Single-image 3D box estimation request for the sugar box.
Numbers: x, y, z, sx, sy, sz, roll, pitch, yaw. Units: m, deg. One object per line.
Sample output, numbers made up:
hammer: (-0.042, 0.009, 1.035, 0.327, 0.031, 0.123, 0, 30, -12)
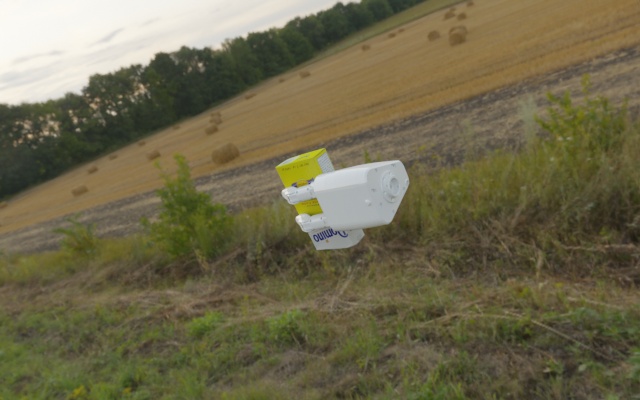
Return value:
sugar box: (0.000, 0.003, 0.838, 0.093, 0.176, 0.048, -11, 20, 41)
